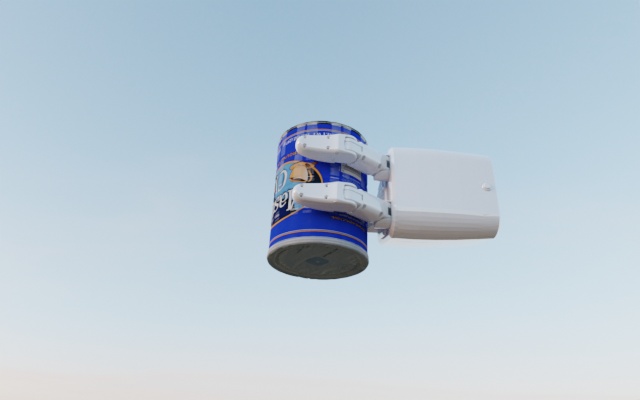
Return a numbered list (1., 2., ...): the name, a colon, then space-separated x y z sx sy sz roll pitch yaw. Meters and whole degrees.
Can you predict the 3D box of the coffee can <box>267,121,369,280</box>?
1. coffee can: 0.000 0.002 0.511 0.103 0.140 0.103 2 -28 1
